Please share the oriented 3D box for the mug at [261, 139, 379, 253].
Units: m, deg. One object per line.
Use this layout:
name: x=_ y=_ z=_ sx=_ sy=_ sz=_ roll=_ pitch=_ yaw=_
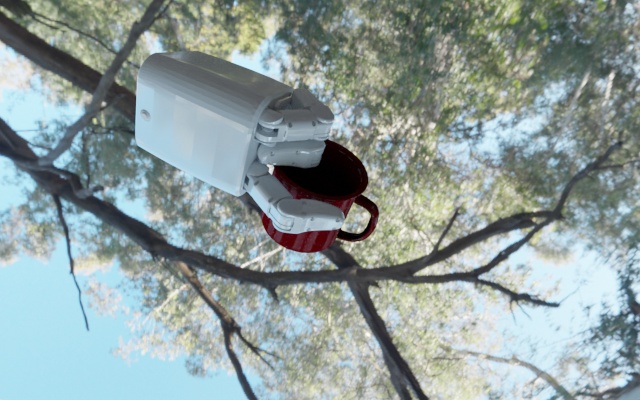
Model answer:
mug: x=0.001 y=0.002 z=0.463 sx=0.117 sy=0.082 sz=0.093 roll=25 pitch=39 yaw=5
